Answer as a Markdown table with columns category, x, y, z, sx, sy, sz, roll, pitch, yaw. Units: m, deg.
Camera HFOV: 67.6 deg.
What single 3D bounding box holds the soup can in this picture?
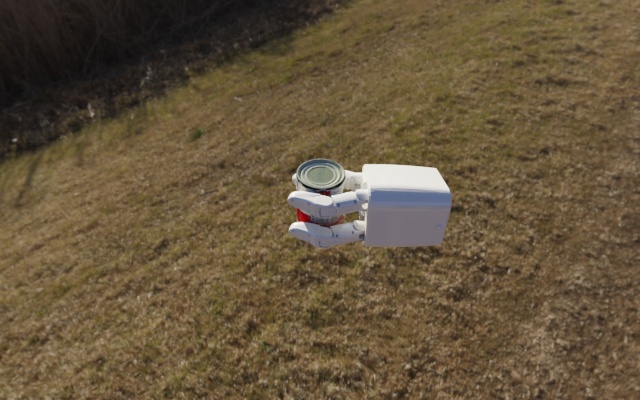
| category | x | y | z | sx | sy | sz | roll | pitch | yaw |
| --- | --- | --- | --- | --- | --- | --- | --- | --- | --- |
| soup can | 0.000 | 0.002 | 0.662 | 0.068 | 0.102 | 0.068 | 1 | 41 | -1 |
